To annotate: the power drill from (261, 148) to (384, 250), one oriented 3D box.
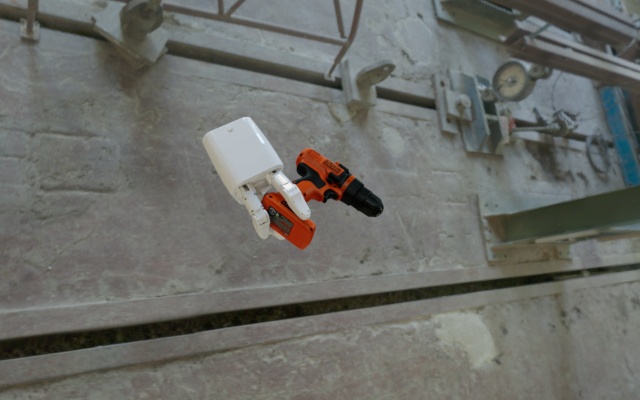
[{"bbox_3d":[0.000,0.003,0.819,0.184,0.057,0.187,35,43,12],"label":"power drill"}]
